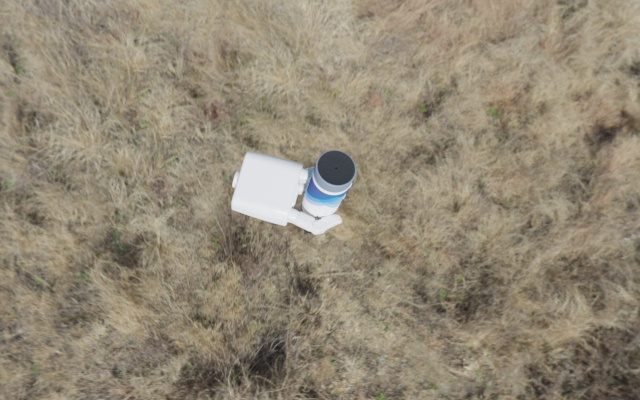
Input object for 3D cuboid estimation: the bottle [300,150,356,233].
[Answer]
[{"bbox_3d":[0.000,0.003,0.896,0.069,0.069,0.296,0,-22,-11],"label":"bottle"}]
